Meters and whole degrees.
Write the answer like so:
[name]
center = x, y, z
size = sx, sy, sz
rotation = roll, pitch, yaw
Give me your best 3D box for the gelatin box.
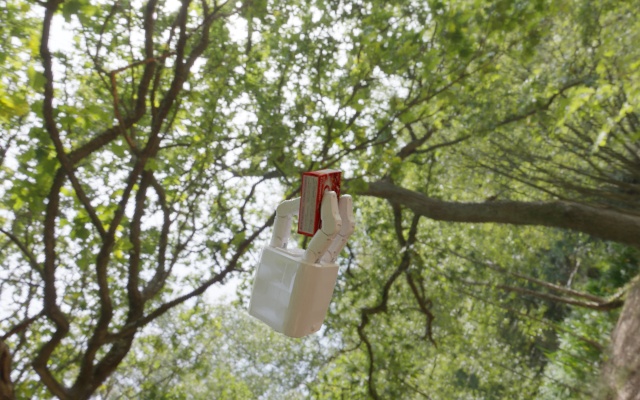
[gelatin box]
center = 0.000, 0.002, 0.684
size = 0.030, 0.089, 0.073
rotation = 10, 12, 26
